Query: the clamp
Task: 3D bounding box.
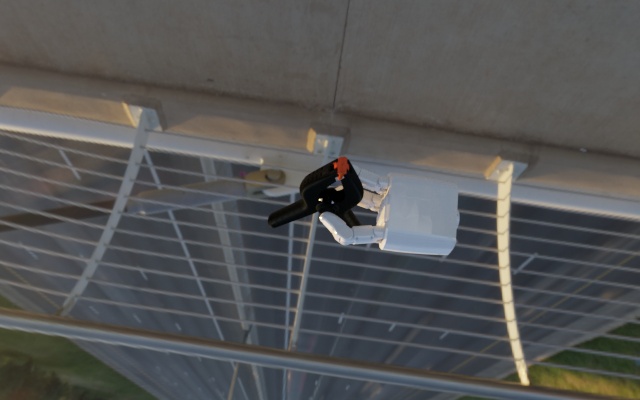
[{"bbox_3d":[0.000,0.003,0.730,0.164,0.036,0.210,4,-30,-3],"label":"clamp"}]
